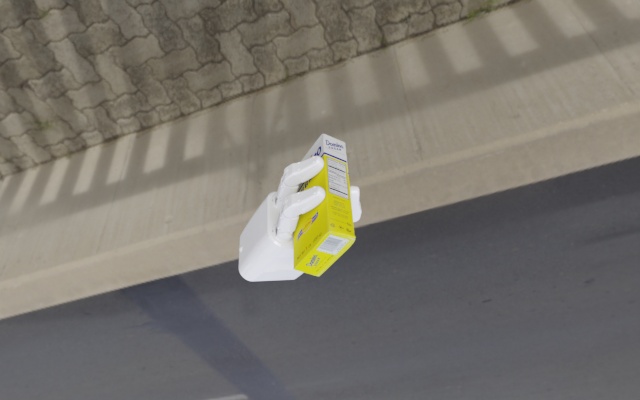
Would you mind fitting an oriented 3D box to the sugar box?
[{"bbox_3d":[0.000,0.002,0.646,0.048,0.176,0.093,18,-46,-26],"label":"sugar box"}]
